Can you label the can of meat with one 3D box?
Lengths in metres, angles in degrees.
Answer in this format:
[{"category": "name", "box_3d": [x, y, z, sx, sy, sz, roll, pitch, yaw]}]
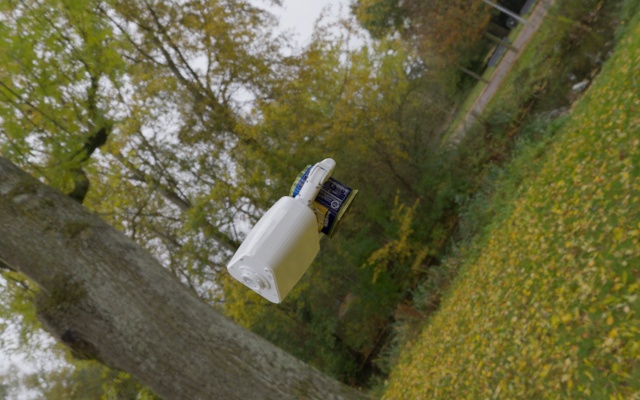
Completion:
[{"category": "can of meat", "box_3d": [0.000, 0.002, 0.718, 0.084, 0.057, 0.102, 31, -28, 7]}]
